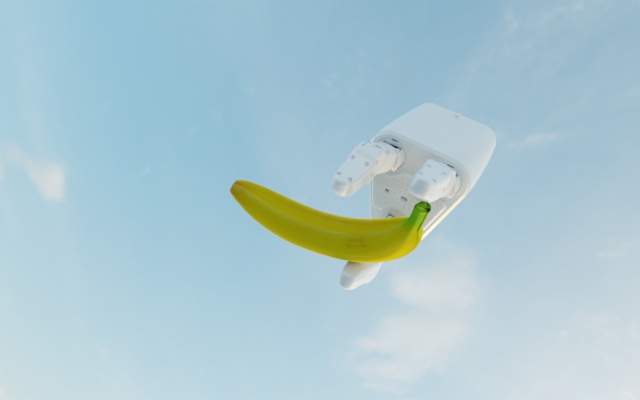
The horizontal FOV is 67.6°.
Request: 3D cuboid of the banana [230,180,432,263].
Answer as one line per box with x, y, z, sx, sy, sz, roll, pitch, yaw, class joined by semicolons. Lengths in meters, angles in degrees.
0.006;0.018;0.406;0.198;0.070;0.037;6;31;34;banana
